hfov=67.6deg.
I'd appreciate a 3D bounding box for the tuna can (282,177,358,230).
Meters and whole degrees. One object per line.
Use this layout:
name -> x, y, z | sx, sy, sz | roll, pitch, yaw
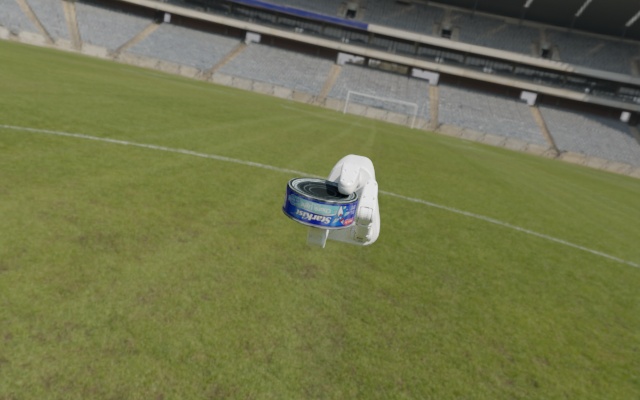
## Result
tuna can -> 0.000, 0.001, 0.557 | 0.086, 0.034, 0.086 | 11, 18, -4
